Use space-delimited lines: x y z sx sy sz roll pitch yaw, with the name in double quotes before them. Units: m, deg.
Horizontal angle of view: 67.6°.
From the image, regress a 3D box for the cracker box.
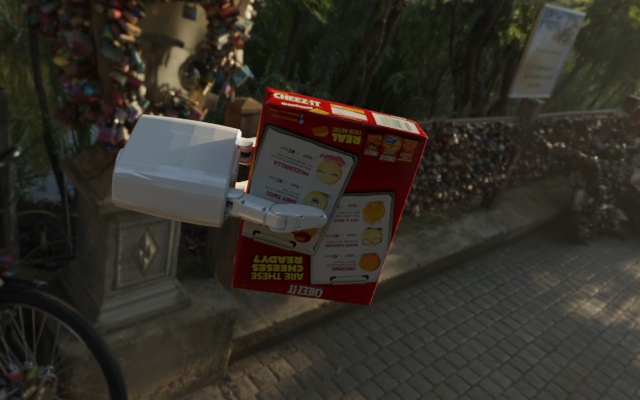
"cracker box" 0.000 0.002 0.522 0.164 0.214 0.072 10 26 -10
